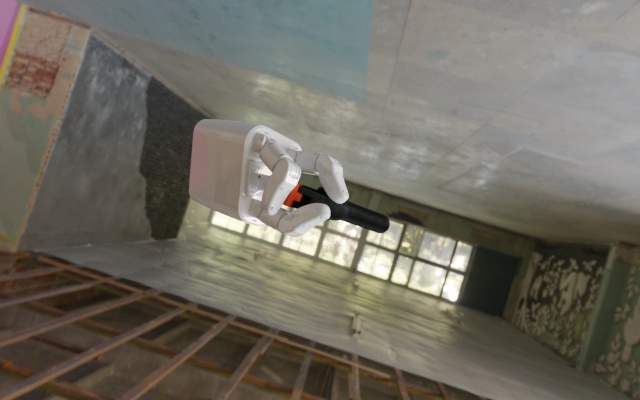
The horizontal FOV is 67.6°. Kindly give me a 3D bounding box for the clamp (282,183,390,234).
[{"bbox_3d":[0.000,0.003,0.590,0.120,0.039,0.171,15,-4,38],"label":"clamp"}]
